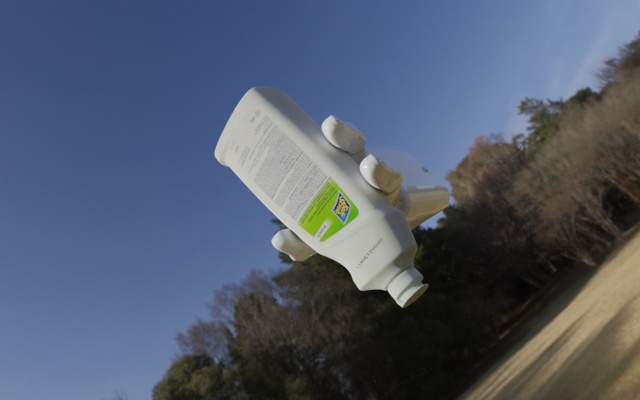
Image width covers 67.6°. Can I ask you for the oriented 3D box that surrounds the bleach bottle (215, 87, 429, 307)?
[{"bbox_3d":[0.000,0.001,0.455,0.068,0.103,0.250,-6,47,-51],"label":"bleach bottle"}]
